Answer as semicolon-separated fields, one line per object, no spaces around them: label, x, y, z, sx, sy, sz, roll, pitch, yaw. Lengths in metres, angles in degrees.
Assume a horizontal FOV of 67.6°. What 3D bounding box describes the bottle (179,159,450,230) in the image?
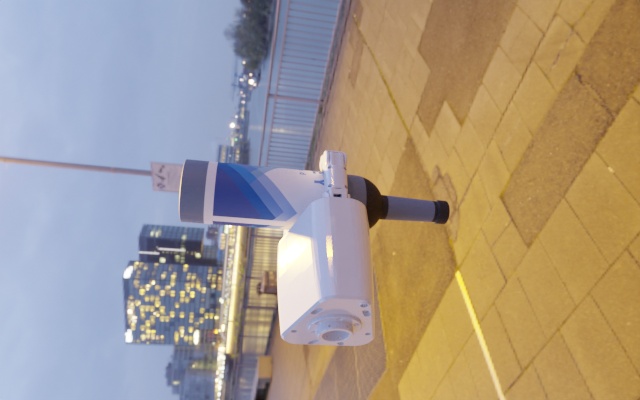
bottle;0.000;0.002;0.528;0.296;0.069;0.069;5;-1;-10
